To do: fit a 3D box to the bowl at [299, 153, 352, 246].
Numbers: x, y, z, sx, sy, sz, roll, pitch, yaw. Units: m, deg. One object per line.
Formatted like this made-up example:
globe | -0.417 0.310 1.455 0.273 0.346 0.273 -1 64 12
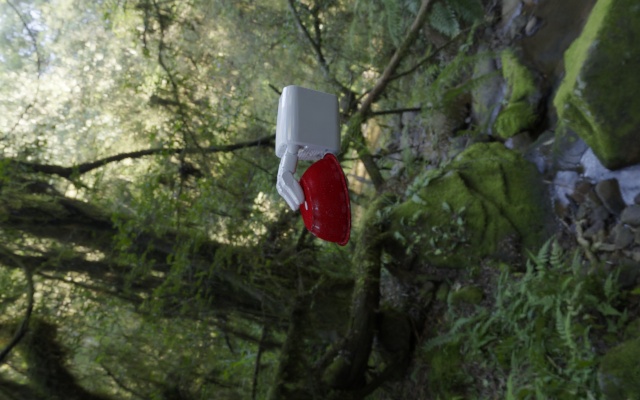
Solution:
bowl | 0.000 0.004 0.805 0.055 0.162 0.162 -10 2 -15
